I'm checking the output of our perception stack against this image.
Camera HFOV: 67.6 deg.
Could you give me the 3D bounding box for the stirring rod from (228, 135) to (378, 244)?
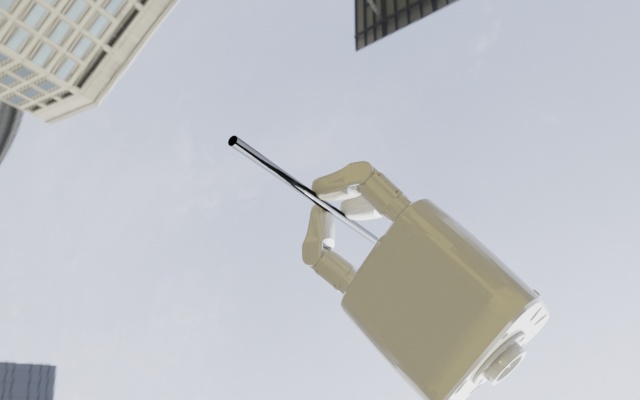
[{"bbox_3d":[0.000,0.001,0.413,0.011,0.011,0.240,0,-20,31],"label":"stirring rod"}]
